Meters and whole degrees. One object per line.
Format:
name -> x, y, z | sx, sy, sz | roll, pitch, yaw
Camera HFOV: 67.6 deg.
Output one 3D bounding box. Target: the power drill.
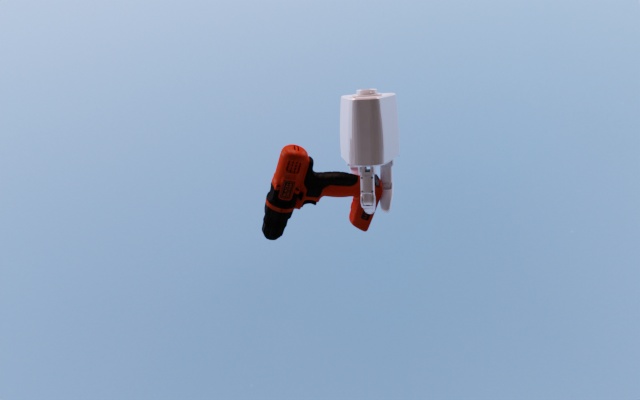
power drill -> 0.001, 0.003, 0.825 | 0.187, 0.184, 0.057 | 9, 33, -16
